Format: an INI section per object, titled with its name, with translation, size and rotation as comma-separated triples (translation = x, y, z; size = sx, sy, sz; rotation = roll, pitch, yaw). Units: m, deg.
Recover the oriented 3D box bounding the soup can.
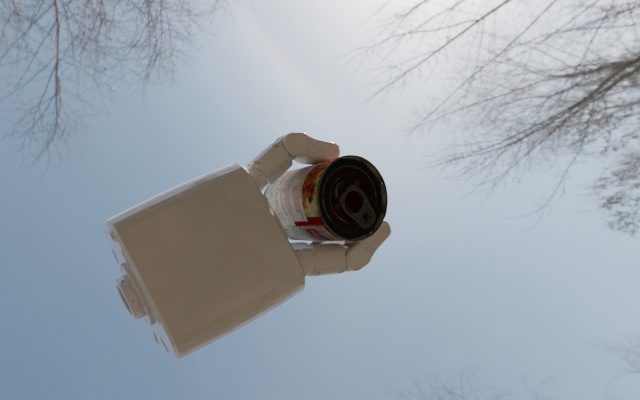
[soup can]
translation = 0.000, 0.001, 0.416
size = 0.068, 0.068, 0.102
rotation = 0, -4, -32
